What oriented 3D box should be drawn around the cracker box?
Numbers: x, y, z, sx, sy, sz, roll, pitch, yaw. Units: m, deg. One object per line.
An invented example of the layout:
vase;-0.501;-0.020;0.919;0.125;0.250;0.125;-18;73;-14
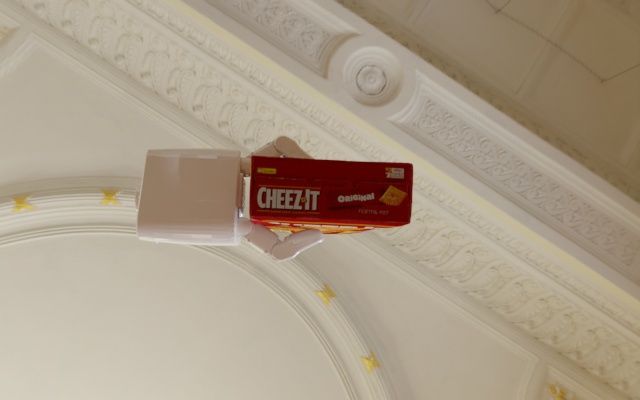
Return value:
cracker box;0.000;0.002;0.571;0.164;0.072;0.214;2;-5;-6
